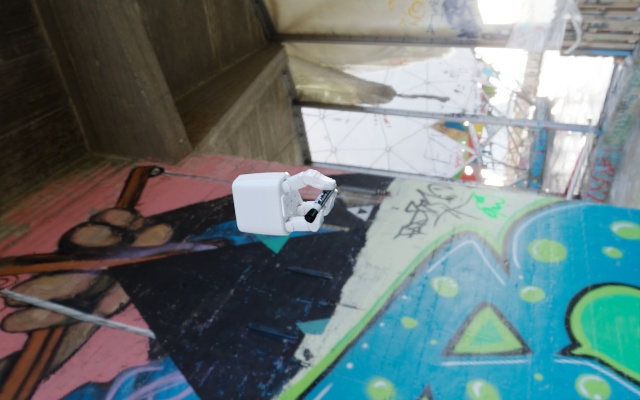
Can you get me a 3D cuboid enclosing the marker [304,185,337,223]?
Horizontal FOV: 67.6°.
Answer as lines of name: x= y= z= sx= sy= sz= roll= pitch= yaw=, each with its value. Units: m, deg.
marker: x=0.000 y=0.003 z=0.837 sx=0.020 sy=0.020 sz=0.121 roll=0 pitch=31 yaw=24
